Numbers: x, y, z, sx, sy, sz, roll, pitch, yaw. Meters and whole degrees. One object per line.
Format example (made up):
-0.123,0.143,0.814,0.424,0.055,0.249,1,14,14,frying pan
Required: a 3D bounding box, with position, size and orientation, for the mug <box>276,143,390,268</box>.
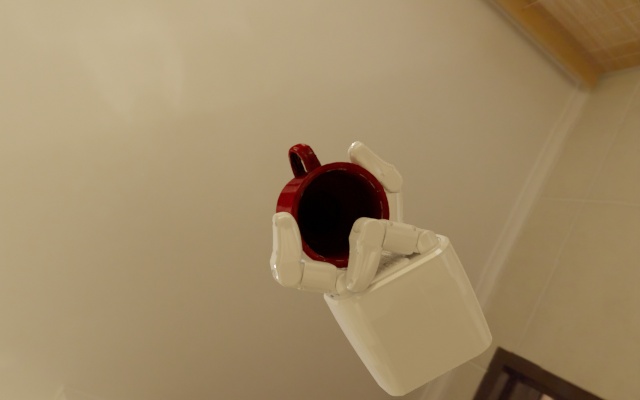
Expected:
-0.001,0.000,0.450,0.093,0.117,0.081,-31,11,-16,mug
